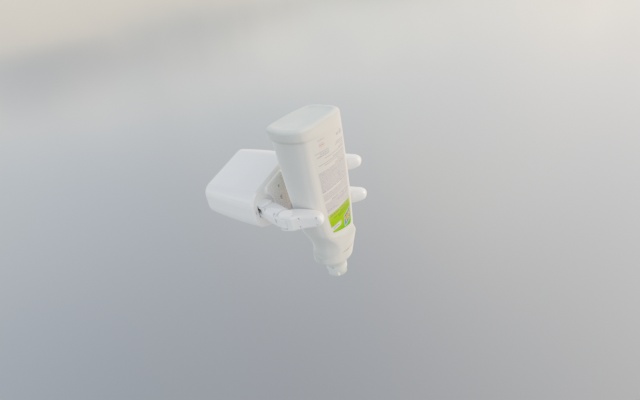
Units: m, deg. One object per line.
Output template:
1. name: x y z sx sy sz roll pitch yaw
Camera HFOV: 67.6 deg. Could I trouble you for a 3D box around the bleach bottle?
1. bleach bottle: 0.000 0.002 0.661 0.068 0.251 0.102 13 36 37
